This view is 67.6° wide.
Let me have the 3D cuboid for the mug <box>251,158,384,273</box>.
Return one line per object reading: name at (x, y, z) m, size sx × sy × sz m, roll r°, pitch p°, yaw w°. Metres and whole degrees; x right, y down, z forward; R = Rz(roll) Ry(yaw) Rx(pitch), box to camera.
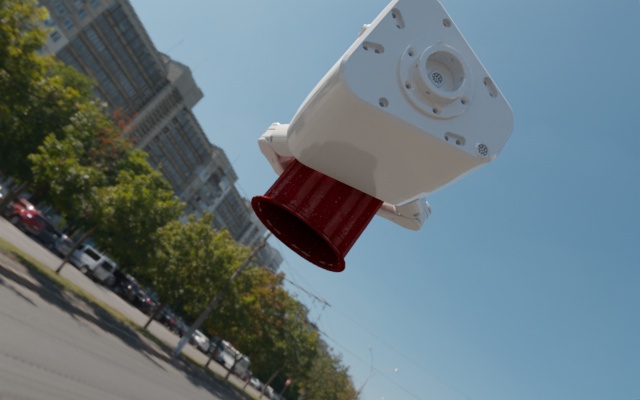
mug at (0.000, 0.002, 0.408) m, size 0.093 × 0.081 × 0.117 m, roll 41°, pitch -21°, yaw -7°
